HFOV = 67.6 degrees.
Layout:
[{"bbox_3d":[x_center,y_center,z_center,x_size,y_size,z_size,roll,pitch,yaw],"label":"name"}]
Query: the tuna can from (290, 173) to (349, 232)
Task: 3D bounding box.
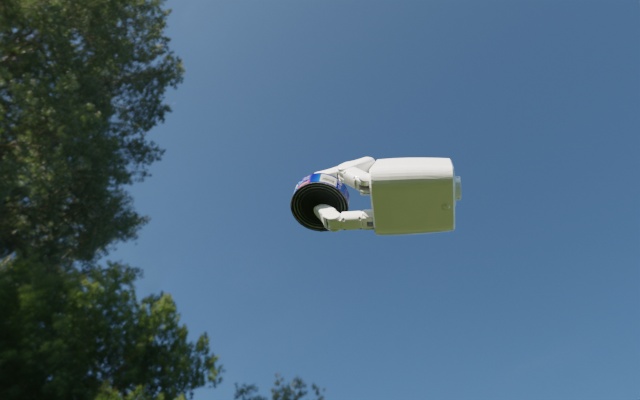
[{"bbox_3d":[0.000,0.002,0.712,0.086,0.086,0.033,0,32,9],"label":"tuna can"}]
